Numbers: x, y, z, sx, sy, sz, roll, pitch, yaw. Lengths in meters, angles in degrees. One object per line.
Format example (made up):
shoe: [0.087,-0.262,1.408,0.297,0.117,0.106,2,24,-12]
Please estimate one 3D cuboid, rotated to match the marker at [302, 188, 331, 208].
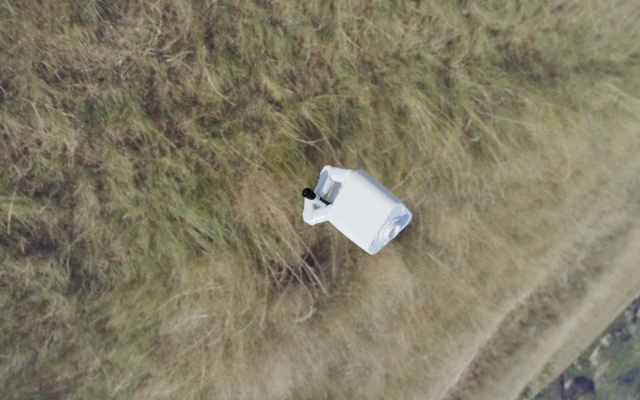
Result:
marker: [0.000,0.003,0.889,0.020,0.020,0.121,0,-18,28]
